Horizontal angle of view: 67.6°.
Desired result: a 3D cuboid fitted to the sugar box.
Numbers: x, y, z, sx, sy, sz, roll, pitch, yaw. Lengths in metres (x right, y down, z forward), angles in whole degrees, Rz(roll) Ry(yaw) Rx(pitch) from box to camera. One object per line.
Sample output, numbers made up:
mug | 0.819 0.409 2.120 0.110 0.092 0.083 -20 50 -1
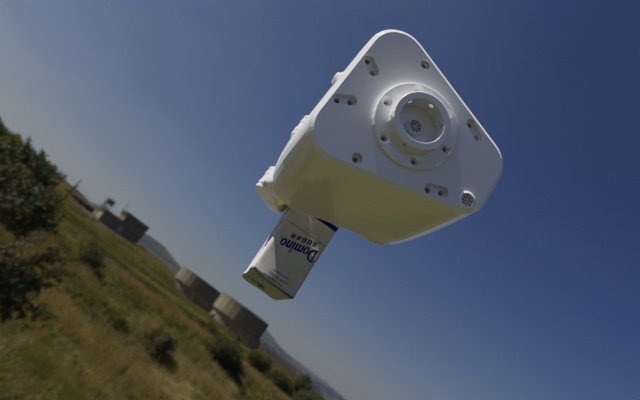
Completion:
sugar box | 0.000 0.001 0.414 0.048 0.176 0.093 37 -18 -3
